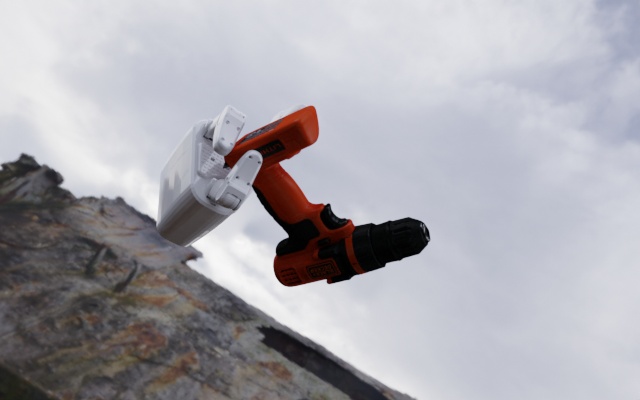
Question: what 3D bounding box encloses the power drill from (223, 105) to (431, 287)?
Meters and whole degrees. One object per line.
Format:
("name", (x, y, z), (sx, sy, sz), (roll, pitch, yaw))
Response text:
("power drill", (0.000, 0.001, 0.499), (0.184, 0.188, 0.057), (-19, 20, 24))
